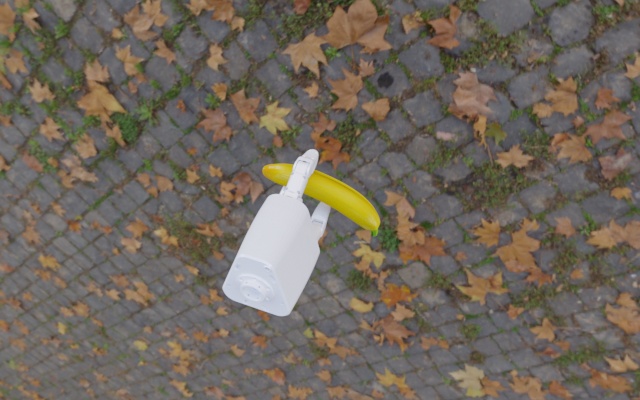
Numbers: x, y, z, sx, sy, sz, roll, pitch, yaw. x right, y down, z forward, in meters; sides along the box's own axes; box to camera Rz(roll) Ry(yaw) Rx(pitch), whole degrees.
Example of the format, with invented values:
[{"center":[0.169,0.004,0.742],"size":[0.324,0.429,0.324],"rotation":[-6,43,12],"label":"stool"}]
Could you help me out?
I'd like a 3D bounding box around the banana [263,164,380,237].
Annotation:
[{"center":[0.011,-0.005,0.675],"size":[0.198,0.037,0.070],"rotation":[31,-39,-10],"label":"banana"}]
